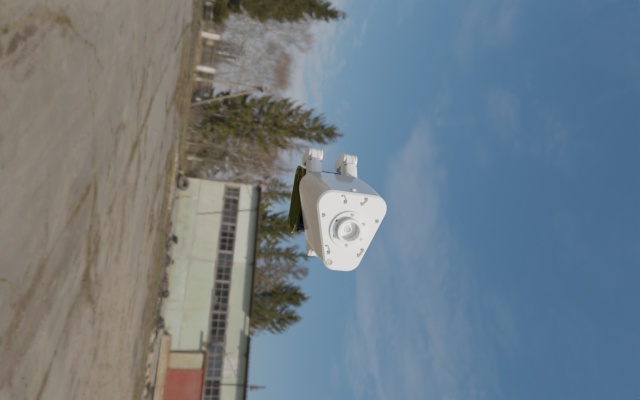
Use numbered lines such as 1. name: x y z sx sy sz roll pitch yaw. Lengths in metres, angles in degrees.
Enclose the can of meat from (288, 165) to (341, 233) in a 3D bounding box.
1. can of meat: 0.000 0.003 0.742 0.084 0.102 0.057 7 9 -14
